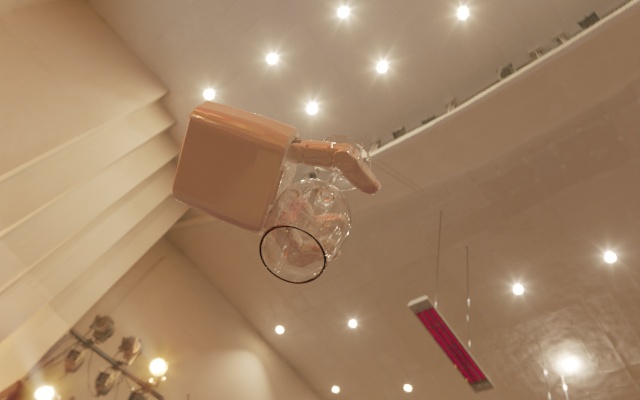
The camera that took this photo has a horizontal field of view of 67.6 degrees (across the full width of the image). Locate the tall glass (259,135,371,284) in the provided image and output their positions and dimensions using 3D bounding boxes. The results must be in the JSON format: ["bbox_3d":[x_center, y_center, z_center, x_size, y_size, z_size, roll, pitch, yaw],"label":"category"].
[{"bbox_3d":[0.000,0.001,0.500,0.079,0.079,0.201,0,28,16],"label":"tall glass"}]
